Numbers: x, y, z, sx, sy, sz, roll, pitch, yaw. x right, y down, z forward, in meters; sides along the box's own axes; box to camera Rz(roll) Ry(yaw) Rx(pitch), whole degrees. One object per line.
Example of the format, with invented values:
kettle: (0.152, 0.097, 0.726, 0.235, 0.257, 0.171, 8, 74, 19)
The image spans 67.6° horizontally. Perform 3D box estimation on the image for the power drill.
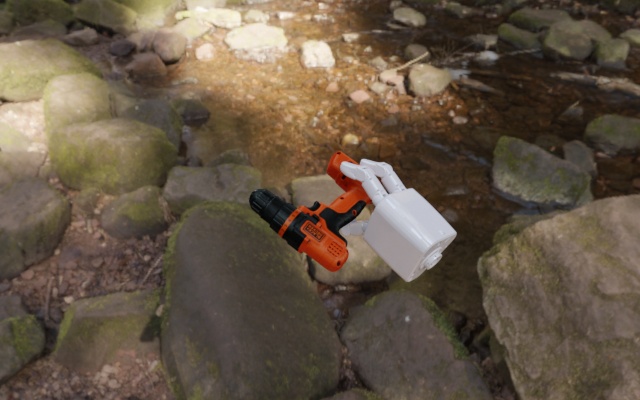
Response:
power drill: (0.001, 0.002, 0.789, 0.184, 0.187, 0.057, 38, -32, 5)
